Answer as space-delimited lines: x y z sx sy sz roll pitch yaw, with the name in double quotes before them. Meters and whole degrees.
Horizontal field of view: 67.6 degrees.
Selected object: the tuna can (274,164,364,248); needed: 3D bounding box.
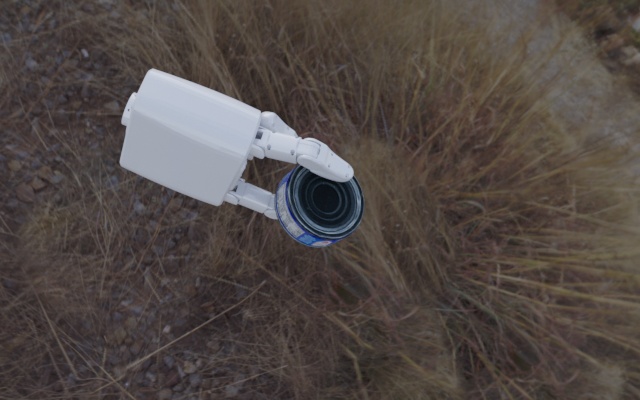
"tuna can" 0.000 0.001 0.472 0.086 0.086 0.034 0 -17 -27
